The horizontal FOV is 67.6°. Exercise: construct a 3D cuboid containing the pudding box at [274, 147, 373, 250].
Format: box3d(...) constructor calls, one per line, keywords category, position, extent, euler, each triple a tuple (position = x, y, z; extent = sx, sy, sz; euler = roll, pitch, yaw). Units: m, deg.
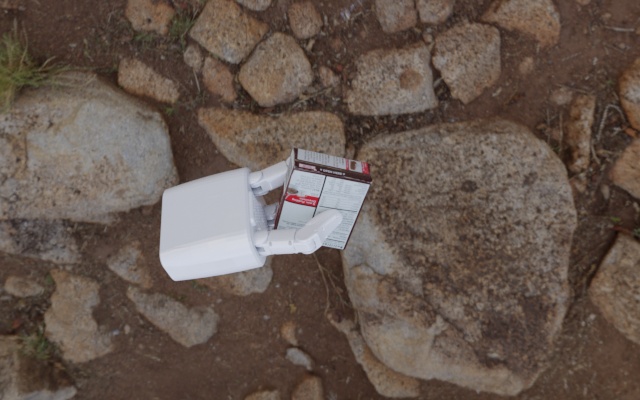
box3d(category="pudding box", position=(0.000, 0.002, 0.544), extent=(0.090, 0.114, 0.039), euler=(10, 42, -10))
